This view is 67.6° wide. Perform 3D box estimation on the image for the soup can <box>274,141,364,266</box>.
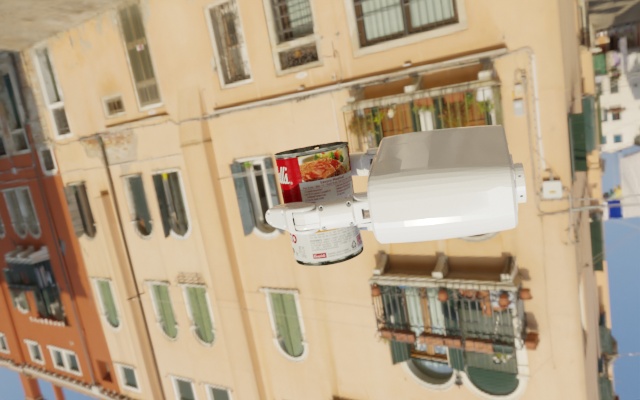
[{"bbox_3d":[0.000,0.002,0.440,0.068,0.102,0.068,-10,10,2],"label":"soup can"}]
